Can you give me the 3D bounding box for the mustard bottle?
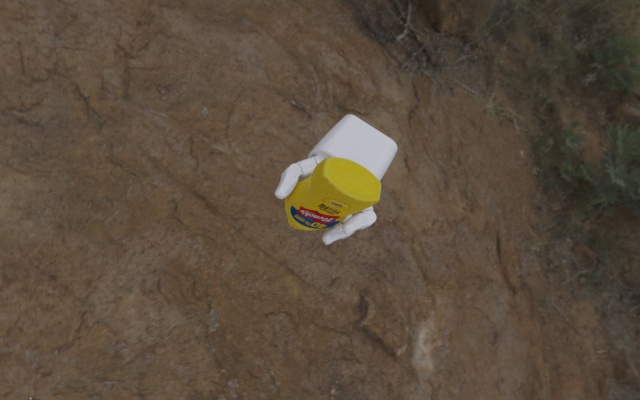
[{"bbox_3d":[0.000,0.003,0.725,0.096,0.058,0.192,22,-30,-22],"label":"mustard bottle"}]
